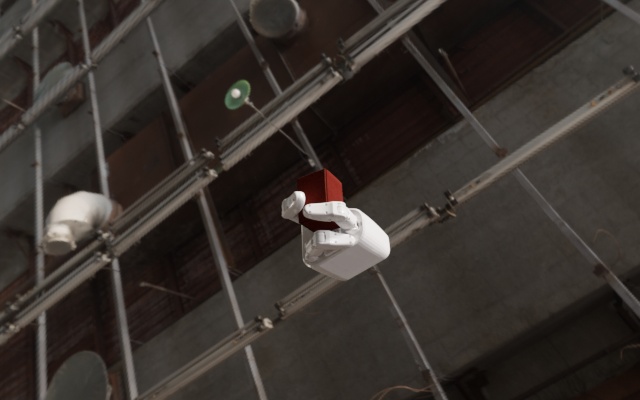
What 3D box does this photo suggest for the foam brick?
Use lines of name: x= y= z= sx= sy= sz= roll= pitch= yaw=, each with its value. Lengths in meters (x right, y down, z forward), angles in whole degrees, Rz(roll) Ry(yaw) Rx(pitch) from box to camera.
foam brick: x=0.000 y=0.002 z=0.721 sx=0.053 sy=0.078 sz=0.051 roll=-17 pitch=-30 yaw=27
